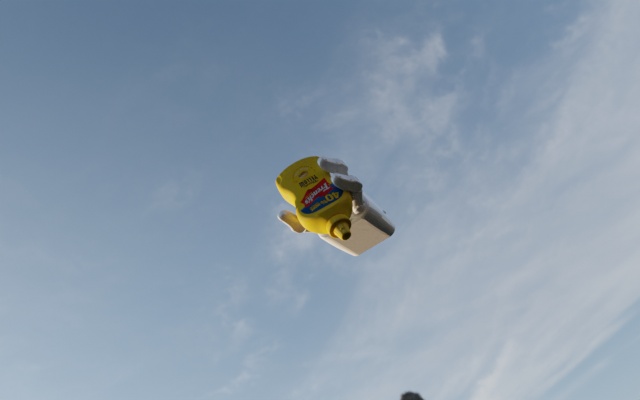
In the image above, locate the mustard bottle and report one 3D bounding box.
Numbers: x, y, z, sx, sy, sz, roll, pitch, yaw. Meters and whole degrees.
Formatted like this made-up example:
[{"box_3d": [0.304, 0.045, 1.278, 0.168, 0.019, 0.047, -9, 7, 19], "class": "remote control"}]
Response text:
[{"box_3d": [0.000, 0.002, 0.812, 0.096, 0.058, 0.191, -28, 45, -8], "class": "mustard bottle"}]
